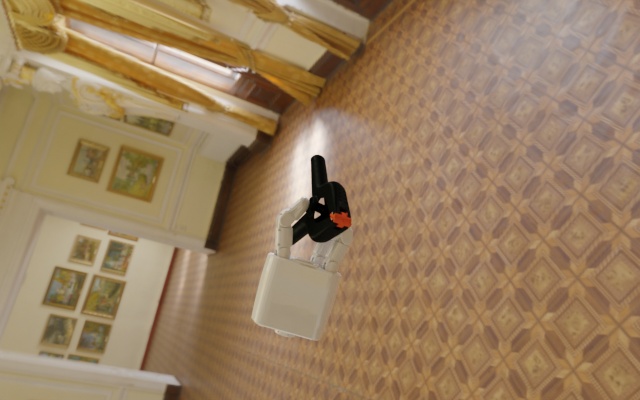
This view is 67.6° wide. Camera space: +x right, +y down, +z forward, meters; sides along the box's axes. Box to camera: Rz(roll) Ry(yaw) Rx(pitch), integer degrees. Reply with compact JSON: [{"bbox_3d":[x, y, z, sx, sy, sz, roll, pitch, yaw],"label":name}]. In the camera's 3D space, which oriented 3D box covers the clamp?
[{"bbox_3d":[0.000,0.002,0.745,0.036,0.164,0.210,18,-4,-20],"label":"clamp"}]
